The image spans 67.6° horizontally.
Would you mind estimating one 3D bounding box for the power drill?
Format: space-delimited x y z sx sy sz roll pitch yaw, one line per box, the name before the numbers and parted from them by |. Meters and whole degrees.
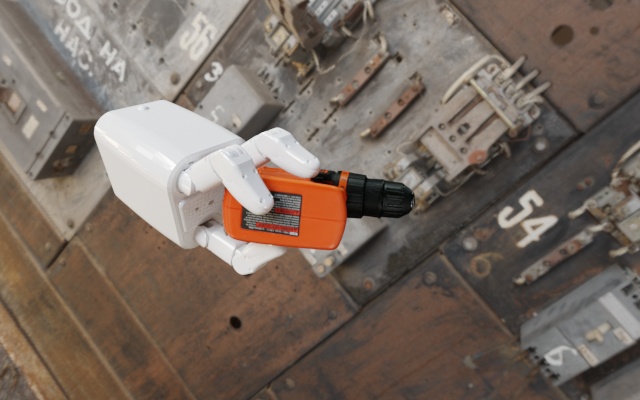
power drill | 0.000 0.002 0.468 0.184 0.057 0.187 5 7 10
